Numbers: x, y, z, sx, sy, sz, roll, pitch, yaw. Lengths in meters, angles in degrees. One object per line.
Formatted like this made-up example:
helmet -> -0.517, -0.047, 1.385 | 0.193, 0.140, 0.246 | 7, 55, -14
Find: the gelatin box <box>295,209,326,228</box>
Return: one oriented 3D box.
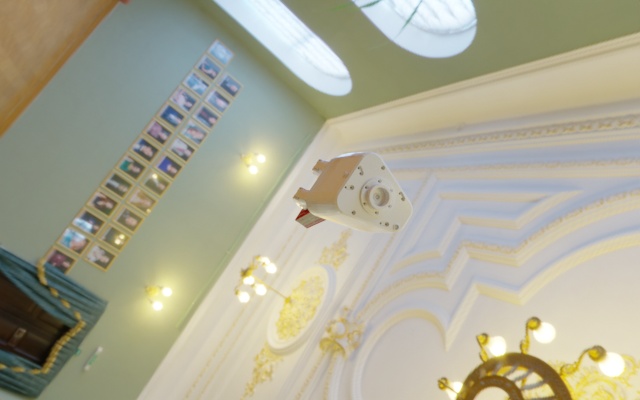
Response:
gelatin box -> 0.000, 0.003, 0.789 | 0.030, 0.073, 0.089 | 36, -25, -12
